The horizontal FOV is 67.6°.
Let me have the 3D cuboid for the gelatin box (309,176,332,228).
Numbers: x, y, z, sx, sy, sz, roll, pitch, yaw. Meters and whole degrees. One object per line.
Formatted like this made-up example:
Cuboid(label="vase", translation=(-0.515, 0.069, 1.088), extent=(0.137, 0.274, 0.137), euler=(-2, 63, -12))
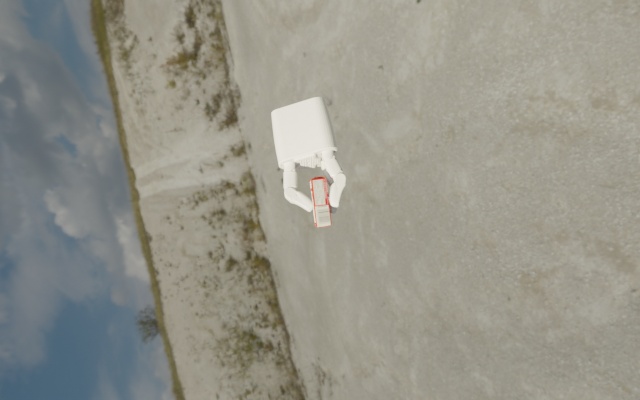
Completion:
Cuboid(label="gelatin box", translation=(0.000, 0.003, 0.867), extent=(0.030, 0.089, 0.073), euler=(-7, -1, -3))
